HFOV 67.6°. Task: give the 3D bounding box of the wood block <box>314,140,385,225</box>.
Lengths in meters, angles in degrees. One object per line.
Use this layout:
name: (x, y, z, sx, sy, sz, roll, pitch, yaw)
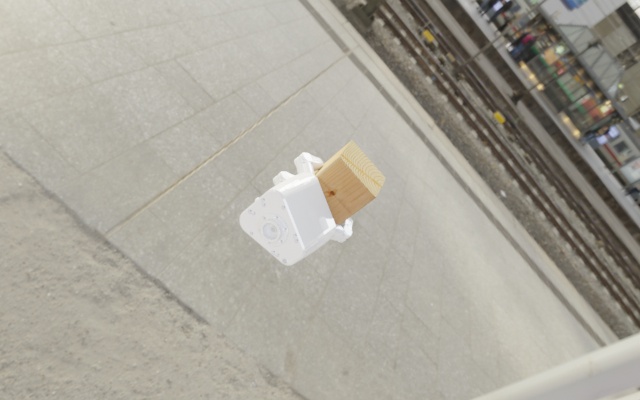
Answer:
wood block: (0.000, 0.003, 0.828, 0.206, 0.091, 0.090, -38, 8, 29)
